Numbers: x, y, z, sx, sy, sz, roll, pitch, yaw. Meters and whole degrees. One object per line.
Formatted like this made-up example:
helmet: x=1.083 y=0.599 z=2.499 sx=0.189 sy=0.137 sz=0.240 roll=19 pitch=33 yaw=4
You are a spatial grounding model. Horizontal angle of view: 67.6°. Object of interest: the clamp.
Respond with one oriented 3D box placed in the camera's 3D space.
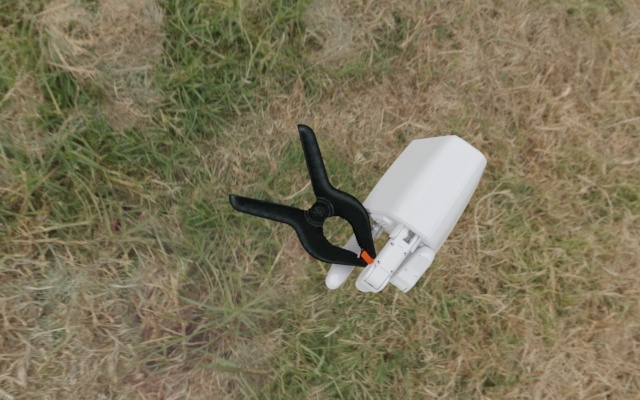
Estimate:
clamp: x=0.000 y=0.002 z=0.518 sx=0.171 sy=0.120 sz=0.039 roll=35 pitch=3 yaw=0
